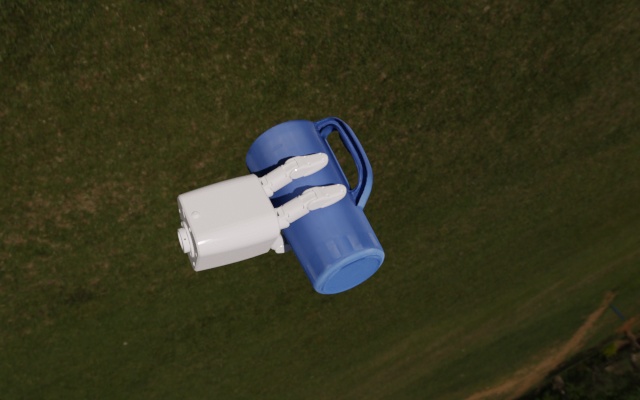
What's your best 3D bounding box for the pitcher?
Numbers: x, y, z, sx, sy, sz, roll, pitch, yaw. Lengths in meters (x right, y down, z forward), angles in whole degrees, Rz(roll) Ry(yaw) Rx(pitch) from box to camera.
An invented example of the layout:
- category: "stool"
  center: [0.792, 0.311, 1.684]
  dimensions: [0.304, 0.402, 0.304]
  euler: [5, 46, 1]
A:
- category: "pitcher"
  center: [0.000, 0.002, 0.697]
  dimensions: [0.145, 0.242, 0.149]
  euler: [-15, -31, -24]
